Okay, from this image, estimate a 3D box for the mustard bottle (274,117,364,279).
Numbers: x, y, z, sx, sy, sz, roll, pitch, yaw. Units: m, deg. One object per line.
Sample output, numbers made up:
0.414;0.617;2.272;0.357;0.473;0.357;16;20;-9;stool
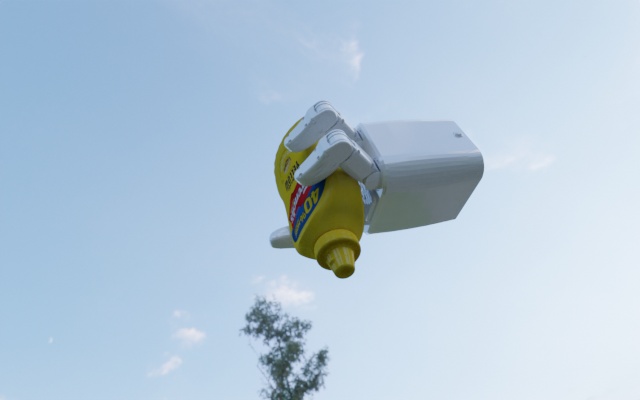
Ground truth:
0.000;0.001;0.474;0.058;0.096;0.191;14;33;-27;mustard bottle
